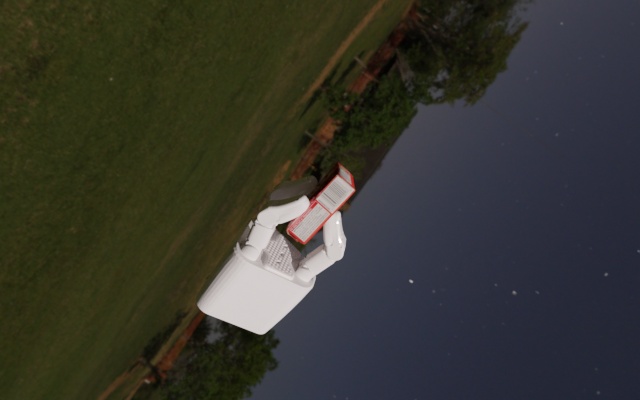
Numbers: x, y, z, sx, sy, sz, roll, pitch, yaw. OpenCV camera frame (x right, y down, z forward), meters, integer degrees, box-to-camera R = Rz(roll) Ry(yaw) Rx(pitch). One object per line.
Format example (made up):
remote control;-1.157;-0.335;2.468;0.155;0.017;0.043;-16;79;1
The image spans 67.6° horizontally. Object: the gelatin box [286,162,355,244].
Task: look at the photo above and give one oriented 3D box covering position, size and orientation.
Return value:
gelatin box;0.001;0.002;0.558;0.030;0.089;0.073;41;13;-8
